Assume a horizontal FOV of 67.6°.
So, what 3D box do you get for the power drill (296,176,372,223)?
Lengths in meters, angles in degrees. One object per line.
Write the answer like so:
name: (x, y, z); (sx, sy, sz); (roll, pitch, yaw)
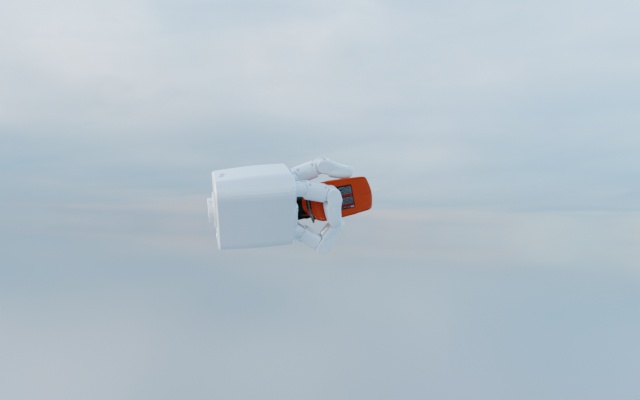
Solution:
power drill: (0.000, 0.003, 0.780); (0.184, 0.057, 0.187); (-13, 0, -31)
